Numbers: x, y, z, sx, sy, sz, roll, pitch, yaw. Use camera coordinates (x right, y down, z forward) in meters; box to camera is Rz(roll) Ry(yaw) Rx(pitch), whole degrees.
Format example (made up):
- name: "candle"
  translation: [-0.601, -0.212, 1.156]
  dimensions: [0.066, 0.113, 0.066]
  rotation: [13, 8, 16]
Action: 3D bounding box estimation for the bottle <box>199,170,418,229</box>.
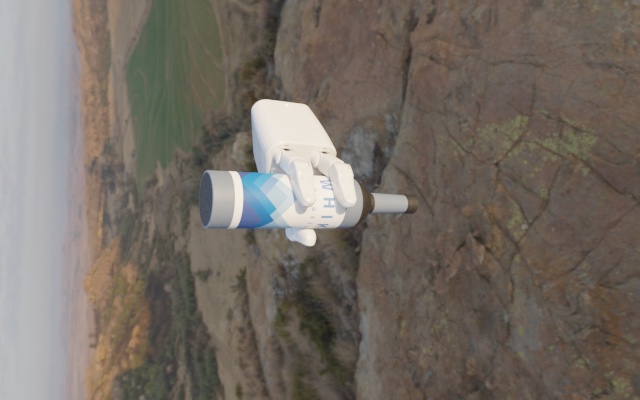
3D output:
- name: "bottle"
  translation: [0.000, 0.002, 0.610]
  dimensions: [0.296, 0.069, 0.069]
  rotation: [1, -1, -27]
